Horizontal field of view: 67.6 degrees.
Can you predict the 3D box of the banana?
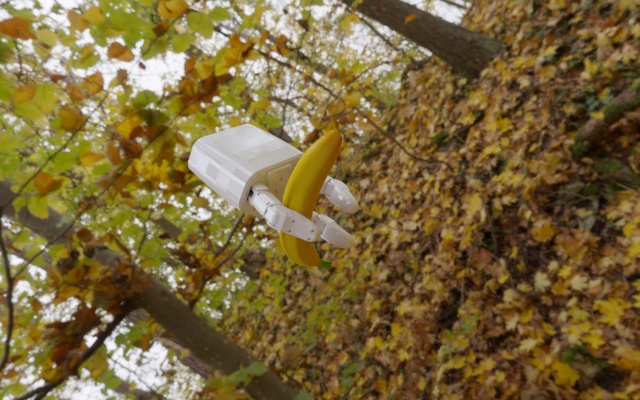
[{"bbox_3d":[-0.016,0.010,0.558,0.069,0.198,0.037,-19,42,-29],"label":"banana"}]
